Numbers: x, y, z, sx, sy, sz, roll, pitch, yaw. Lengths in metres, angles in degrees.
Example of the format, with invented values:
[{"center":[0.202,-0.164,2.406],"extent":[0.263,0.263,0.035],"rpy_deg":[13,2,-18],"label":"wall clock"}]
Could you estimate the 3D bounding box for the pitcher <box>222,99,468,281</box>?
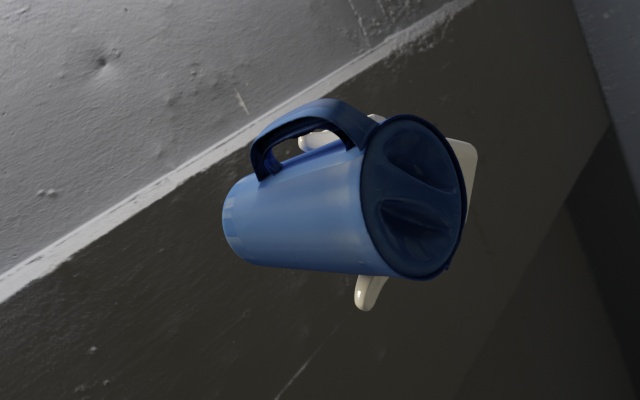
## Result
[{"center":[0.000,0.002,0.462],"extent":[0.145,0.149,0.243],"rpy_deg":[-3,-4,-41],"label":"pitcher"}]
